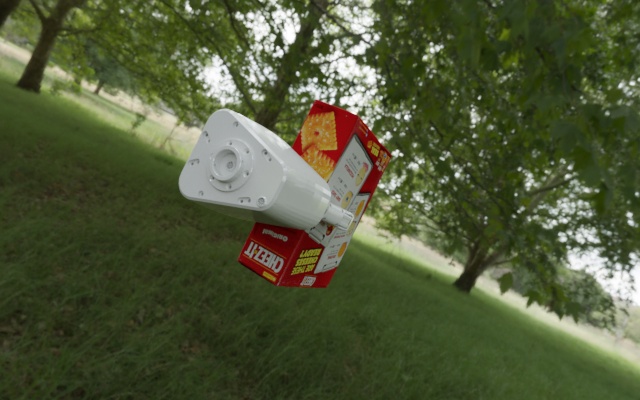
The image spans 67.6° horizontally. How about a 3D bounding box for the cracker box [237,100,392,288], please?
[{"bbox_3d":[0.000,0.002,0.617,0.072,0.213,0.164,27,0,24],"label":"cracker box"}]
